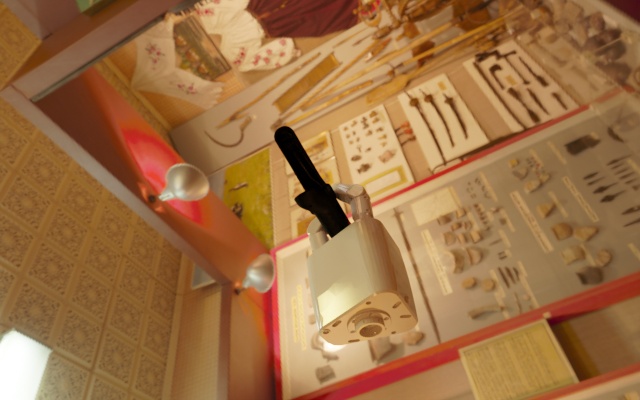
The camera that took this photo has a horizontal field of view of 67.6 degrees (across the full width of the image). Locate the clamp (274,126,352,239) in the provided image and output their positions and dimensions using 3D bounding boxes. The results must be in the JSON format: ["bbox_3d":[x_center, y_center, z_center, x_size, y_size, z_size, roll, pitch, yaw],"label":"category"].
[{"bbox_3d":[0.000,0.002,0.568,0.039,0.120,0.172,-25,-49,14],"label":"clamp"}]
